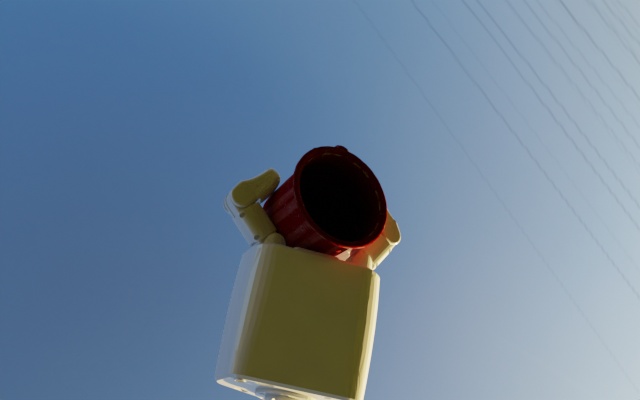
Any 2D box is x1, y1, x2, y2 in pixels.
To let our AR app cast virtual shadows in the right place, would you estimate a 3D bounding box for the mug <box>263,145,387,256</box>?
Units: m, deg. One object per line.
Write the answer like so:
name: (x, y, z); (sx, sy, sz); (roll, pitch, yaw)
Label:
mug: (0.000, 0.000, 0.433); (0.093, 0.117, 0.081); (25, -35, -21)
